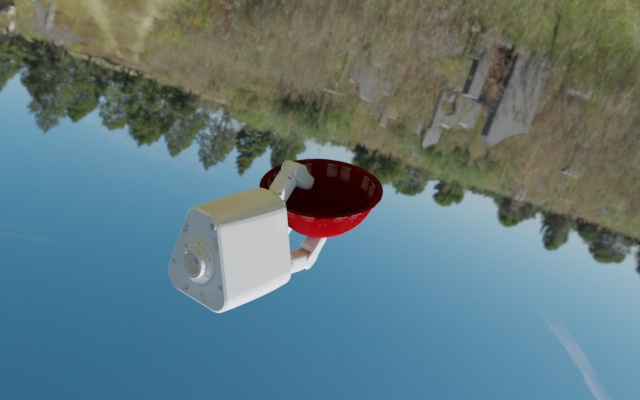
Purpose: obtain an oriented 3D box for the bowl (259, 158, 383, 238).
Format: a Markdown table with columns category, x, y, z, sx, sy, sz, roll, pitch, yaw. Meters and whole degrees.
| category | x | y | z | sx | sy | sz | roll | pitch | yaw |
| --- | --- | --- | --- | --- | --- | --- | --- | --- | --- |
| bowl | 0.001 | 0.002 | 0.639 | 0.162 | 0.055 | 0.162 | 2 | 31 | -1 |
